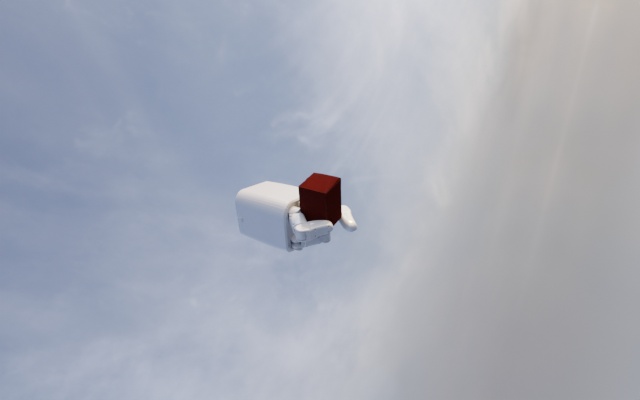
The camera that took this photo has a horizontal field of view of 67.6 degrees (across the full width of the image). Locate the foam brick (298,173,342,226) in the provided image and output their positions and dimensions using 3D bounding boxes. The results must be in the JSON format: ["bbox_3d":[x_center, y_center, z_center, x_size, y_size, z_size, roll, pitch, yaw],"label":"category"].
[{"bbox_3d":[0.000,0.002,0.772,0.051,0.078,0.053,16,37,26],"label":"foam brick"}]
